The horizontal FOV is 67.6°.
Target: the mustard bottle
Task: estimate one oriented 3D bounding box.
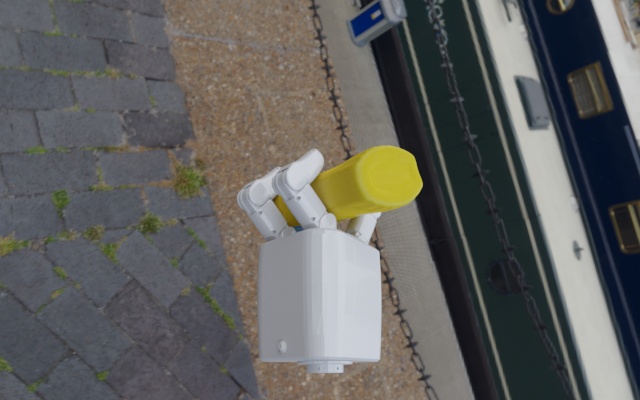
[{"bbox_3d":[0.000,0.001,0.483,0.192,0.058,0.096,-20,-4,44],"label":"mustard bottle"}]
